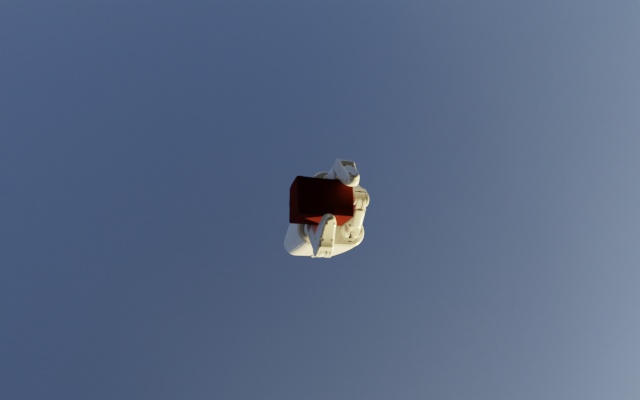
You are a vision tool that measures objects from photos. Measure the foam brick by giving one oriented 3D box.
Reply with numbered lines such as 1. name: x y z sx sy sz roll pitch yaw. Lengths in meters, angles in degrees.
1. foam brick: 0.000 0.002 0.637 0.078 0.053 0.051 5 -18 -17
